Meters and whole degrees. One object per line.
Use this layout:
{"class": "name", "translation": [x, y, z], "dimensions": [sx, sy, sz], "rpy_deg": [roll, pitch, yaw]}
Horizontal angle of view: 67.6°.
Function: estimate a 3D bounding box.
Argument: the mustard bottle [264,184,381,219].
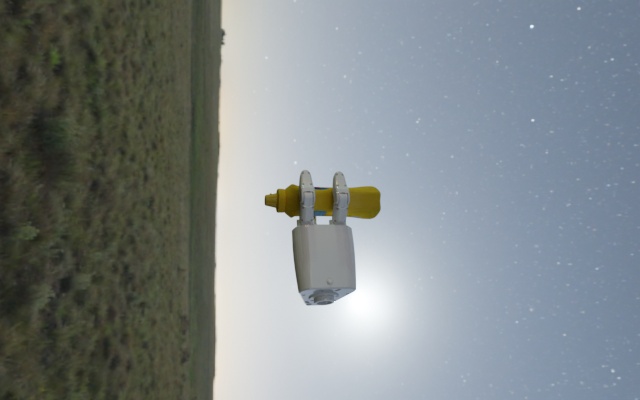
{"class": "mustard bottle", "translation": [0.000, 0.002, 0.821], "dimensions": [0.191, 0.058, 0.096], "rpy_deg": [1, -2, -13]}
